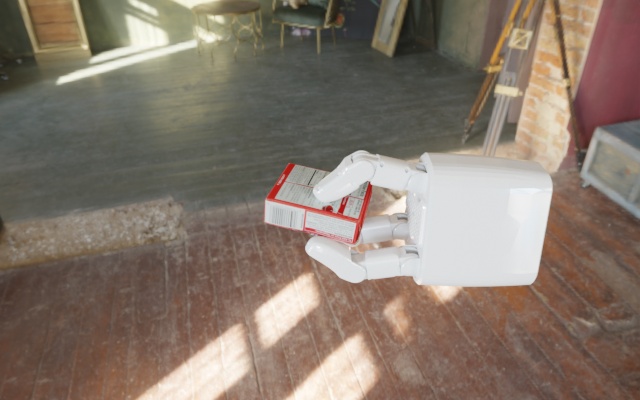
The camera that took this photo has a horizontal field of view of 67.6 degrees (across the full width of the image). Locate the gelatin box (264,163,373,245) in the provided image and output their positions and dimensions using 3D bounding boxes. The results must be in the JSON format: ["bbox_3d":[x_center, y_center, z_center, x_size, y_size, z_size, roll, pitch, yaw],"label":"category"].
[{"bbox_3d":[0.000,0.001,0.449,0.089,0.030,0.073,13,34,7],"label":"gelatin box"}]
